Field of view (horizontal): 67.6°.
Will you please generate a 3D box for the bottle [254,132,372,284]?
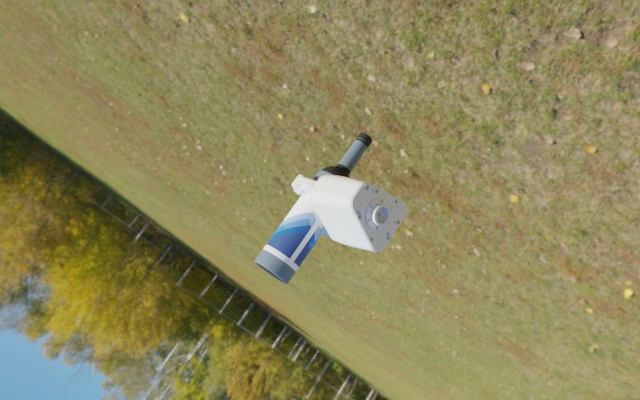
[{"bbox_3d":[0.000,0.003,0.820,0.069,0.295,0.069,33,-15,10],"label":"bottle"}]
